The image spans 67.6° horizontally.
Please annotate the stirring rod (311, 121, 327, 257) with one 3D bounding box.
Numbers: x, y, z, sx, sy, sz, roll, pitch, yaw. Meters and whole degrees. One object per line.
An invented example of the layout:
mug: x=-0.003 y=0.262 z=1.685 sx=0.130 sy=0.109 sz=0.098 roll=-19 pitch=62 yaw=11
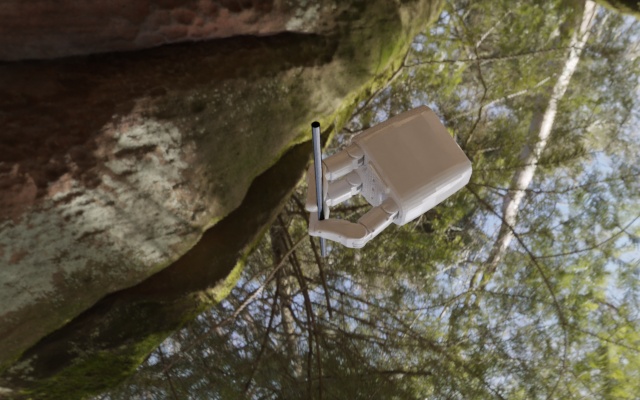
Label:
stirring rod: x=0.000 y=0.002 z=0.511 sx=0.011 sy=0.011 sz=0.240 roll=0 pitch=-34 yaw=2
